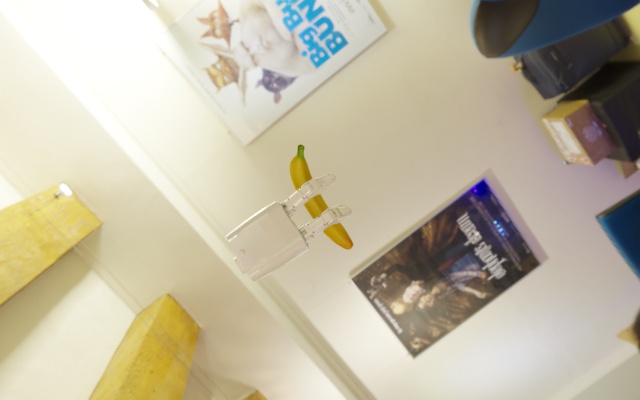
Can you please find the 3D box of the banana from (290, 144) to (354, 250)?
[{"bbox_3d":[-0.007,0.002,0.835,0.037,0.198,0.069,-29,2,-18],"label":"banana"}]
